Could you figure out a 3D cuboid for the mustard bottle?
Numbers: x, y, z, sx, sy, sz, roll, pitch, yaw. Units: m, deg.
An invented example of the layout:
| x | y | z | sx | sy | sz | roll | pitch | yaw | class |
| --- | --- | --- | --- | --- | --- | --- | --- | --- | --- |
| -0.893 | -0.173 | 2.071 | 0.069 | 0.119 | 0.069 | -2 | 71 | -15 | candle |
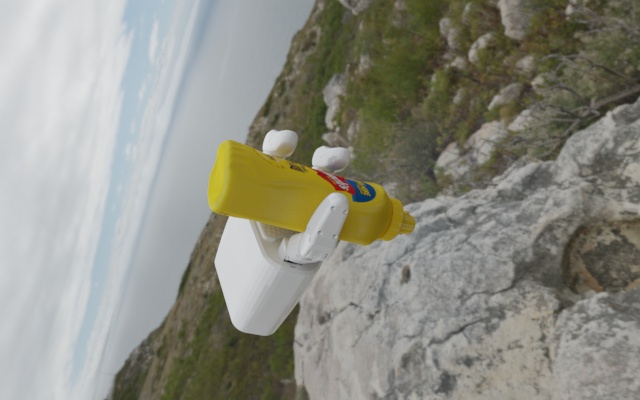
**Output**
| x | y | z | sx | sy | sz | roll | pitch | yaw | class |
| --- | --- | --- | --- | --- | --- | --- | --- | --- | --- |
| 0.000 | 0.001 | 0.427 | 0.191 | 0.058 | 0.096 | 15 | 12 | -20 | mustard bottle |
